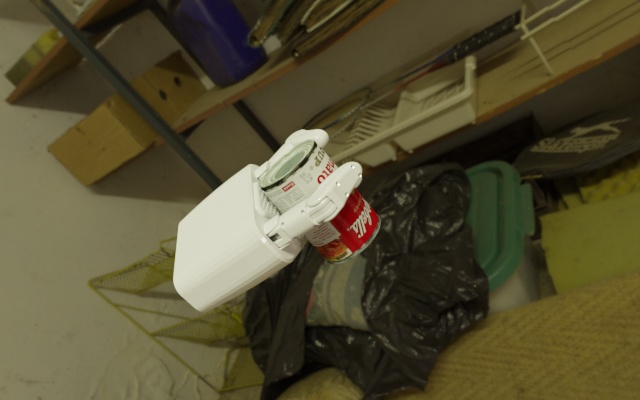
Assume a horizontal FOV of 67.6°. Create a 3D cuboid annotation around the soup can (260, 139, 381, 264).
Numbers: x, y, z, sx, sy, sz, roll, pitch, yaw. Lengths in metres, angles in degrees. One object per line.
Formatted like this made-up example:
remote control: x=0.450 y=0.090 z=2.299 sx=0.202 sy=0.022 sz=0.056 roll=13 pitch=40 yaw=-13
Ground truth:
soup can: x=0.000 y=0.001 z=0.451 sx=0.068 sy=0.102 sz=0.068 roll=-35 pitch=21 yaw=16
